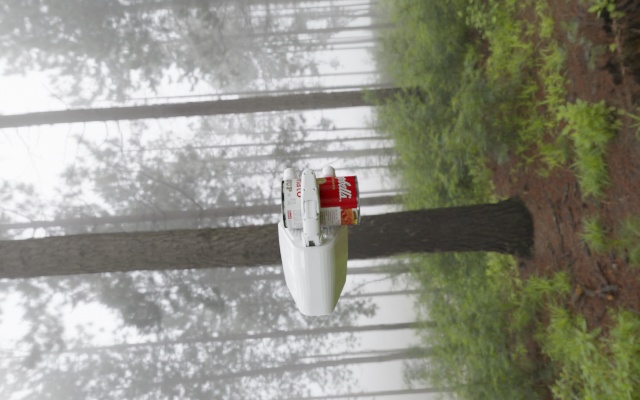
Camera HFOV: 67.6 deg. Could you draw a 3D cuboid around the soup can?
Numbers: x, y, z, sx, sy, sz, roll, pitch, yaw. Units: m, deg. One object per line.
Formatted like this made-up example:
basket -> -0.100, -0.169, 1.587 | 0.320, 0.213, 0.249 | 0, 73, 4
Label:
soup can -> 0.000, 0.002, 0.647 | 0.102, 0.068, 0.068 | -3, 0, 0
